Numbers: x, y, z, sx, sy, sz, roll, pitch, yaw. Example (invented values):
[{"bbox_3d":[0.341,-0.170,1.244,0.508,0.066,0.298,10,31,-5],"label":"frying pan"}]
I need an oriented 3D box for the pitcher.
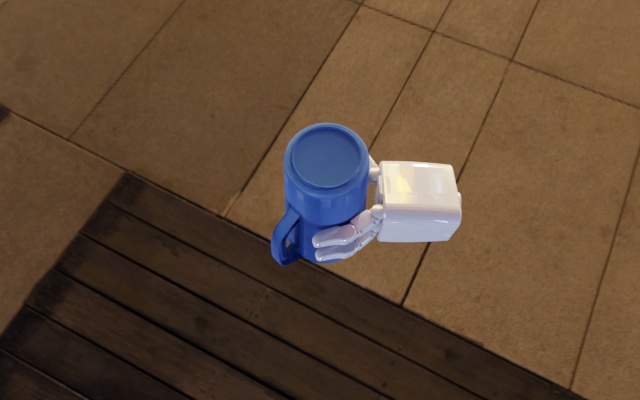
[{"bbox_3d":[0.000,0.002,0.694,0.145,0.149,0.243,1,-24,1],"label":"pitcher"}]
